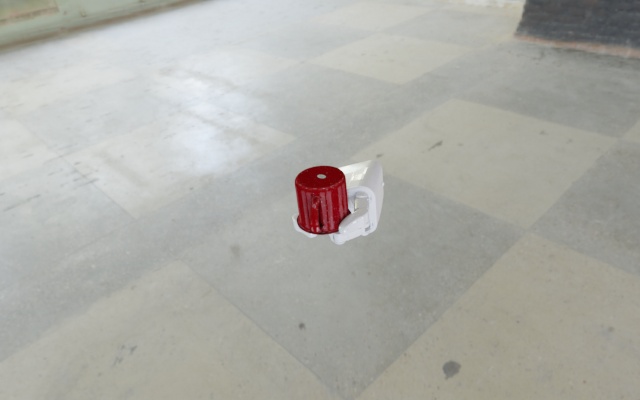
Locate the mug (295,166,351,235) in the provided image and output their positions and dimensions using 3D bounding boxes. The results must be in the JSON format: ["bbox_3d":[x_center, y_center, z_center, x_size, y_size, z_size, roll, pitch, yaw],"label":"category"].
[{"bbox_3d":[0.000,0.003,0.758,0.093,0.081,0.117,2,33,14],"label":"mug"}]
